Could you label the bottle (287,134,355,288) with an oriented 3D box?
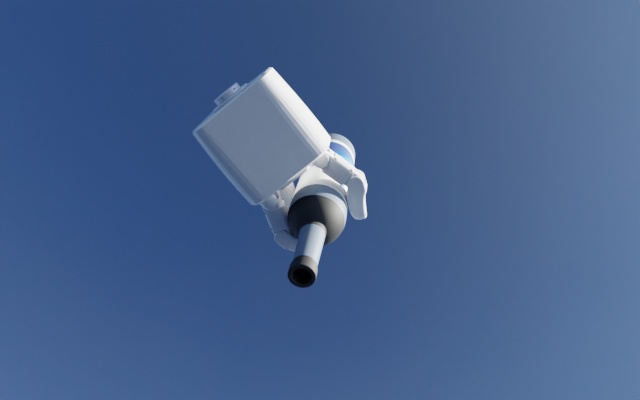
[{"bbox_3d":[0.000,0.002,0.574,0.069,0.069,0.295,0,28,8],"label":"bottle"}]
